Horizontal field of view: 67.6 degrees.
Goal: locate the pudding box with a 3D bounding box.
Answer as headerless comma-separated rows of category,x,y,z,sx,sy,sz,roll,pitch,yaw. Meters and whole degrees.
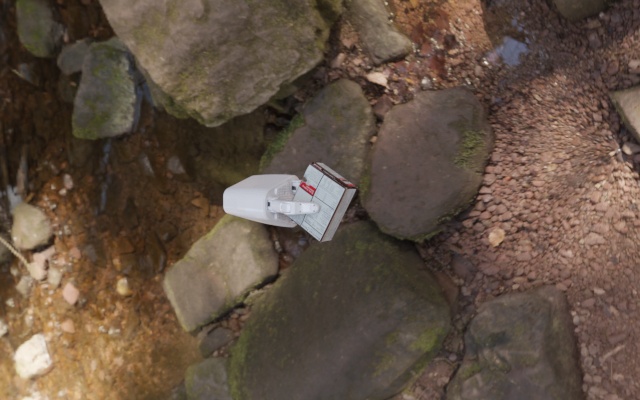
pudding box,0.000,0.003,0.824,0.090,0.113,0.039,36,24,27
